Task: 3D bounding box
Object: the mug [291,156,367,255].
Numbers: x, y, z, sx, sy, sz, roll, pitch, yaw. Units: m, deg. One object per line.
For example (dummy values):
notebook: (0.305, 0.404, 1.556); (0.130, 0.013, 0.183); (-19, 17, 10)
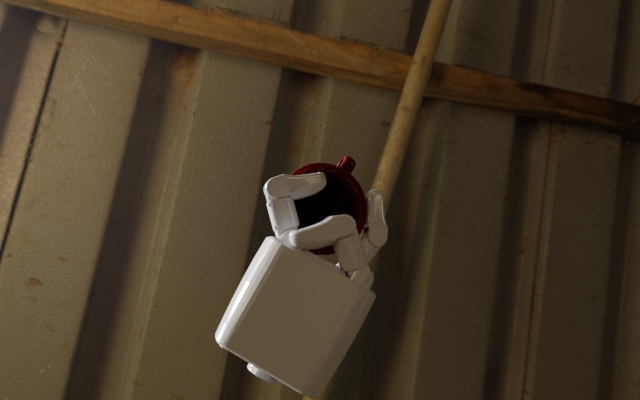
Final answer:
mug: (0.001, 0.000, 0.519); (0.093, 0.117, 0.081); (32, -11, -7)
